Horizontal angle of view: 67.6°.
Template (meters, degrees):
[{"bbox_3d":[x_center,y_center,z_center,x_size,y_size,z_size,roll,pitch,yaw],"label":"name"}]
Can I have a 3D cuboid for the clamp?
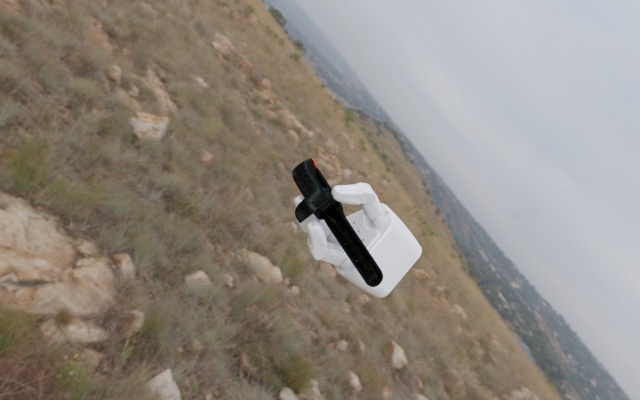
[{"bbox_3d":[0.001,0.001,0.620,0.036,0.209,0.165,-36,-46,10],"label":"clamp"}]
